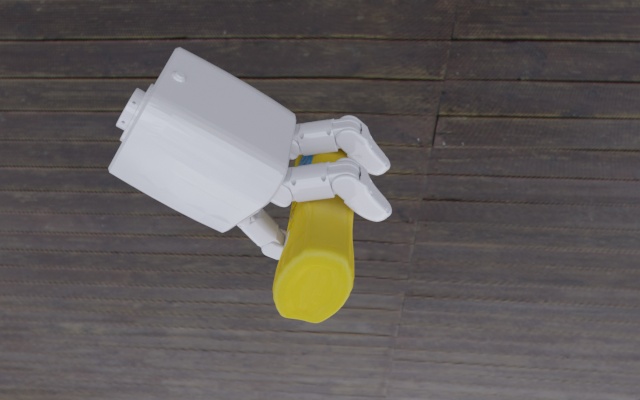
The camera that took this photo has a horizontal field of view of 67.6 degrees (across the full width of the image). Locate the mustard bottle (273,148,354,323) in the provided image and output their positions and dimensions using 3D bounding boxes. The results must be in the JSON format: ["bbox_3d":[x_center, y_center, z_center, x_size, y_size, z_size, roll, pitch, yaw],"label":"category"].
[{"bbox_3d":[0.000,0.002,0.419,0.058,0.191,0.096,11,-45,-6],"label":"mustard bottle"}]
